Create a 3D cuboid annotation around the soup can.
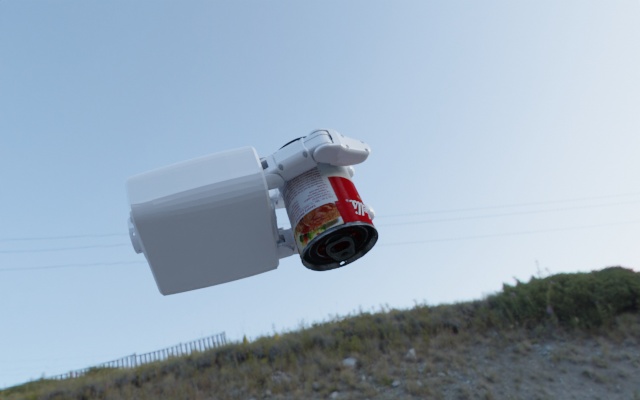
[{"bbox_3d":[0.000,0.001,0.420,0.068,0.102,0.069,-16,-34,-11],"label":"soup can"}]
